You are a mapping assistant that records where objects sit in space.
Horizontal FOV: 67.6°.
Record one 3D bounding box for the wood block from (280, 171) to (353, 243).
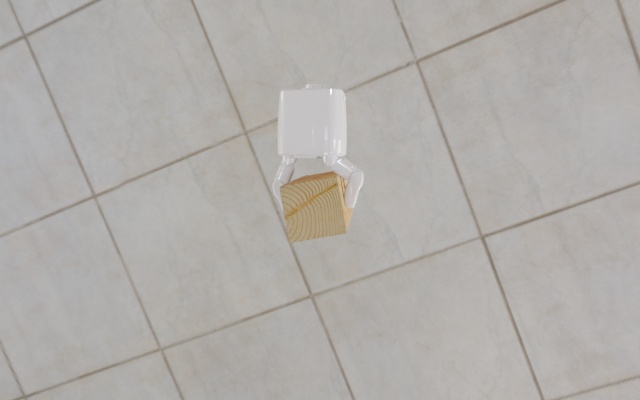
[{"bbox_3d":[0.000,0.002,0.814,0.091,0.090,0.206,-10,5,8],"label":"wood block"}]
